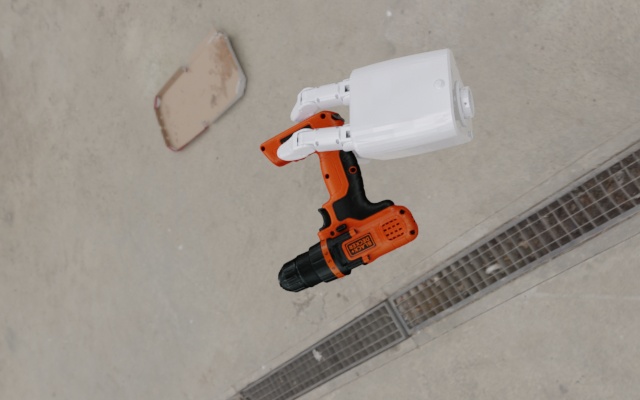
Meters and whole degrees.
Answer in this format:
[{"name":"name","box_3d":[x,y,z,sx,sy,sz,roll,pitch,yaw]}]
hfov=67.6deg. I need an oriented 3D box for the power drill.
[{"name":"power drill","box_3d":[0.000,0.001,0.580,0.184,0.187,0.057,-27,-3,13]}]
